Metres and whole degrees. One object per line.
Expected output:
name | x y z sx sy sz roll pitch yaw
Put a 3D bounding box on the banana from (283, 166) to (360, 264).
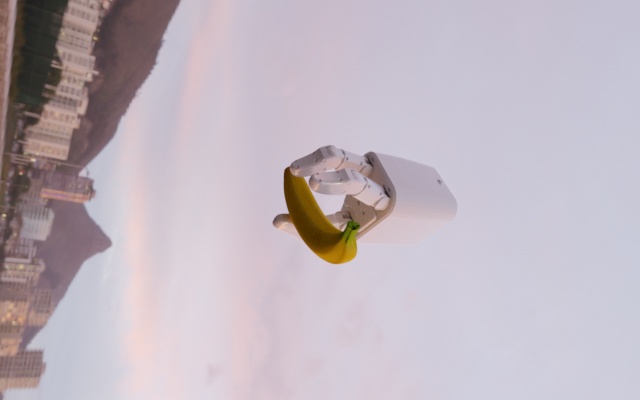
banana | -0.003 0.020 0.532 0.037 0.070 0.197 4 18 -26
